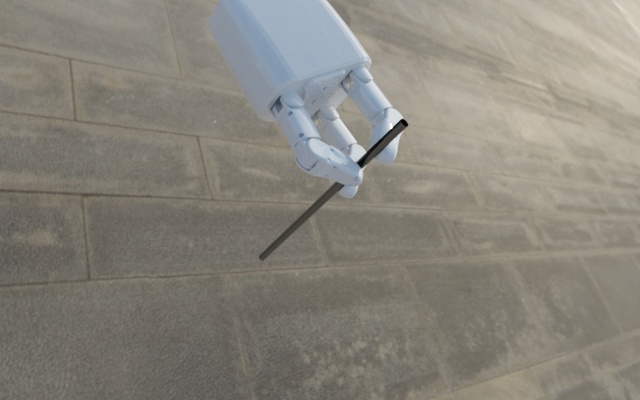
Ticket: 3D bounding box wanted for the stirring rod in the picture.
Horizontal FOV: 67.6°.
[{"bbox_3d":[0.000,0.001,0.450,0.011,0.011,0.240,0,-31,-39],"label":"stirring rod"}]
